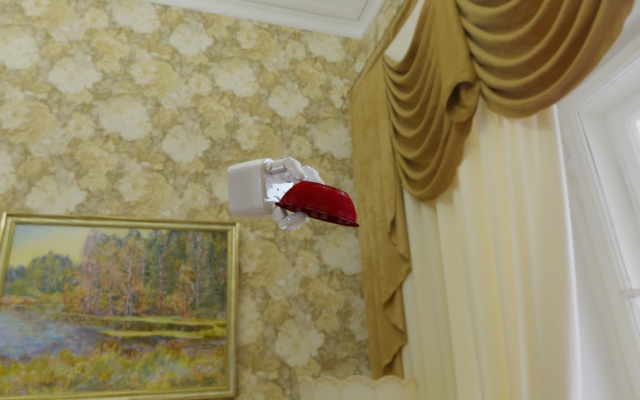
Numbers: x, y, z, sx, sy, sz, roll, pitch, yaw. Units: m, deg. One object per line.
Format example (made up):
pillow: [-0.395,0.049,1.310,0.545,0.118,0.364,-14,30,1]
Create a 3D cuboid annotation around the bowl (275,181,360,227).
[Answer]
bowl: [0.001,0.003,0.879,0.162,0.055,0.162,15,-7,2]
